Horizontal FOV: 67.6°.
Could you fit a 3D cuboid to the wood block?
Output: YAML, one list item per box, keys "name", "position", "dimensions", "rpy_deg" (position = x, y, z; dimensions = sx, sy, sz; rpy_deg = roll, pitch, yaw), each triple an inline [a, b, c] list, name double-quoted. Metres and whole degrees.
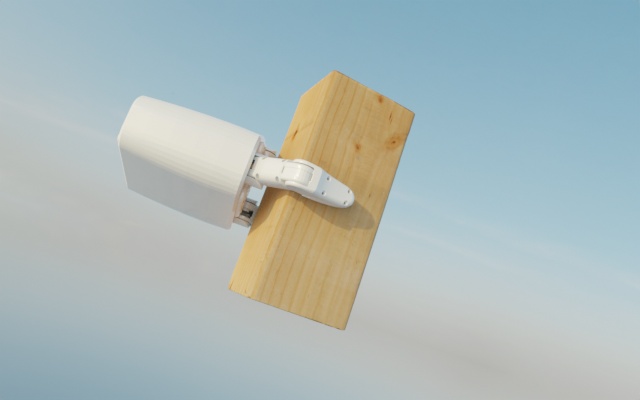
- name: "wood block"
  position: [0.000, 0.001, 0.443]
  dimensions: [0.090, 0.206, 0.091]
  rpy_deg: [24, -13, -19]
